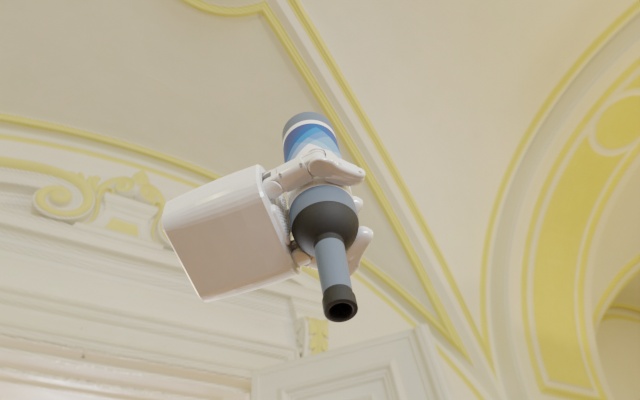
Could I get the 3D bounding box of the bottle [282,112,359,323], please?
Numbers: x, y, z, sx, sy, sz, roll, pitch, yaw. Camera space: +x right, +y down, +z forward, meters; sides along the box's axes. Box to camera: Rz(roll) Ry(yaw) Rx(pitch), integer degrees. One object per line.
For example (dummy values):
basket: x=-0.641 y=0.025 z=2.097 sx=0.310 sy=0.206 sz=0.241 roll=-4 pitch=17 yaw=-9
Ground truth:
bottle: x=0.000 y=0.001 z=0.491 sx=0.069 sy=0.069 sz=0.295 roll=0 pitch=35 yaw=-8
